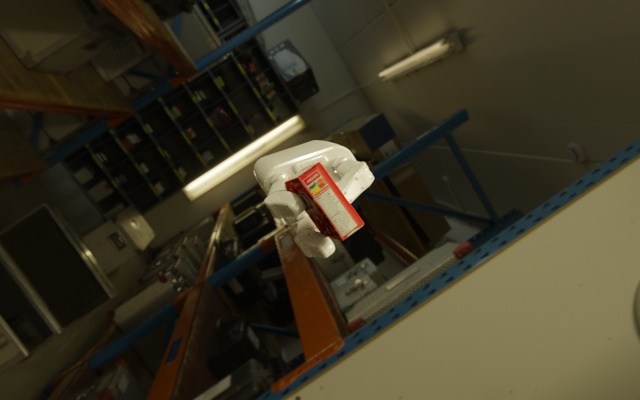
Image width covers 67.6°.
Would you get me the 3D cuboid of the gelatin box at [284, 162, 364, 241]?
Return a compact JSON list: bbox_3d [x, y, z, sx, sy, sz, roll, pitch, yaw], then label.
[{"bbox_3d":[0.001,0.001,0.480,0.030,0.073,0.089,-37,7,-11],"label":"gelatin box"}]
